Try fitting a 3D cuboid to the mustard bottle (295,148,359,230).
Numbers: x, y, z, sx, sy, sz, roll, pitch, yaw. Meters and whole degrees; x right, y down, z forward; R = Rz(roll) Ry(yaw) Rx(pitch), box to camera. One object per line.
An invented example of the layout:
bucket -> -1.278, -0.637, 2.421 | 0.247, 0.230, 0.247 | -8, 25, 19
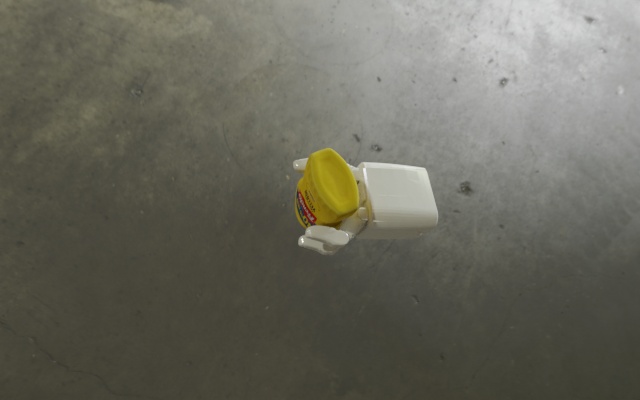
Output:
mustard bottle -> 0.000, 0.002, 0.711 | 0.058, 0.096, 0.192 | -23, -12, -18
